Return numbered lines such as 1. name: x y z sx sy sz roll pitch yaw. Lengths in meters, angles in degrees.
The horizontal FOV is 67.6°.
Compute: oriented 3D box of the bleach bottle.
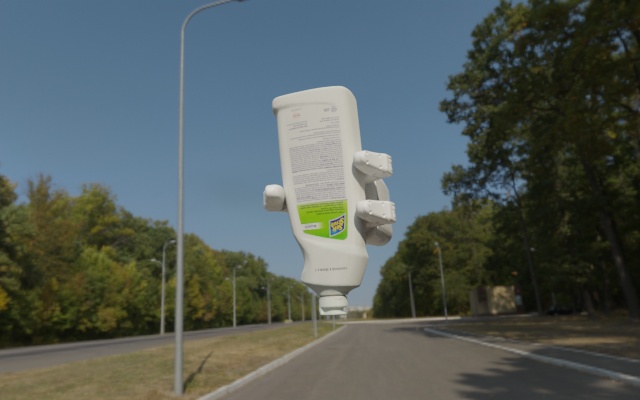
1. bleach bottle: 0.000 0.002 0.543 0.102 0.250 0.068 -7 -13 19
